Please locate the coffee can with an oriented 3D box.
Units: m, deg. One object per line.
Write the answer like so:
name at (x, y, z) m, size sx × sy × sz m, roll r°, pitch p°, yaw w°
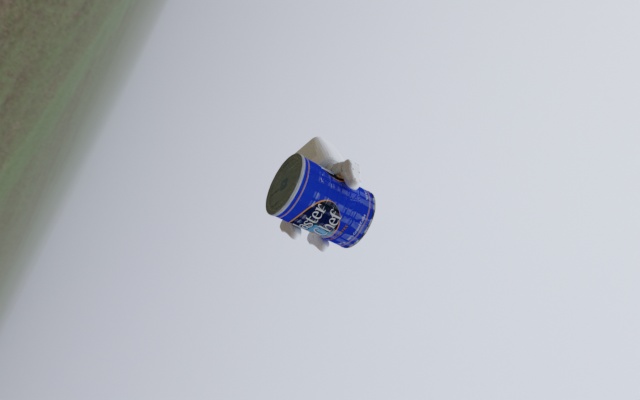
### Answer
coffee can at (0.000, 0.002, 0.746) m, size 0.140 × 0.103 × 0.103 m, roll 26°, pitch -12°, yaw -25°
